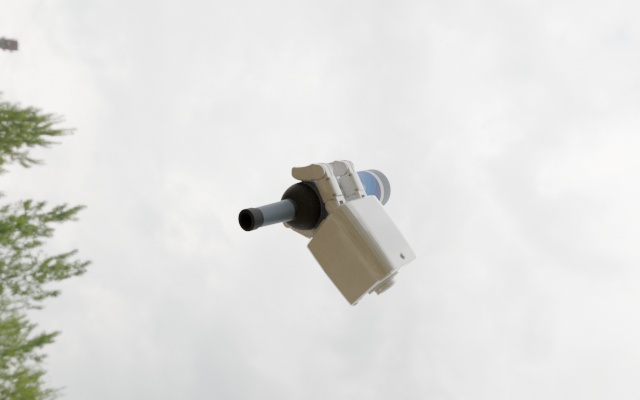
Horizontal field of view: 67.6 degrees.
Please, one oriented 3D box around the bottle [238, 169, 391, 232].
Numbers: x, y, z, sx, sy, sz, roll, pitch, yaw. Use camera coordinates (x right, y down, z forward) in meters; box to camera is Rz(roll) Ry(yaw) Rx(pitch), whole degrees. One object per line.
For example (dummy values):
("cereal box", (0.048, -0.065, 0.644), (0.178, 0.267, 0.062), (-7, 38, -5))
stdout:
("bottle", (0.000, 0.002, 0.670), (0.069, 0.069, 0.295), (0, 8, 37))
